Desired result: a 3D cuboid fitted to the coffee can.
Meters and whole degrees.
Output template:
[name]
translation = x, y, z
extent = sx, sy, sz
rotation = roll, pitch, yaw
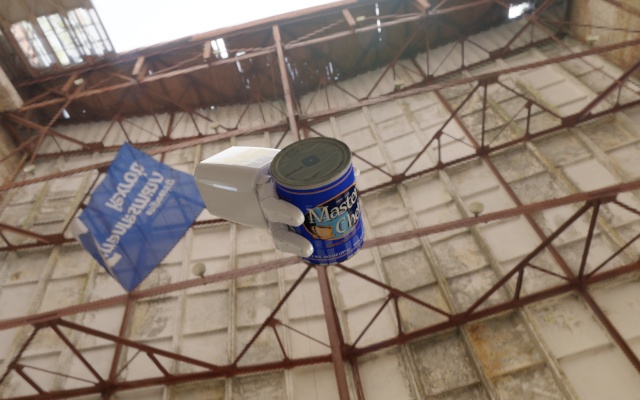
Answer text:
[coffee can]
translation = 0.000, 0.002, 0.632
extent = 0.103, 0.140, 0.102
rotation = -8, 39, 7
